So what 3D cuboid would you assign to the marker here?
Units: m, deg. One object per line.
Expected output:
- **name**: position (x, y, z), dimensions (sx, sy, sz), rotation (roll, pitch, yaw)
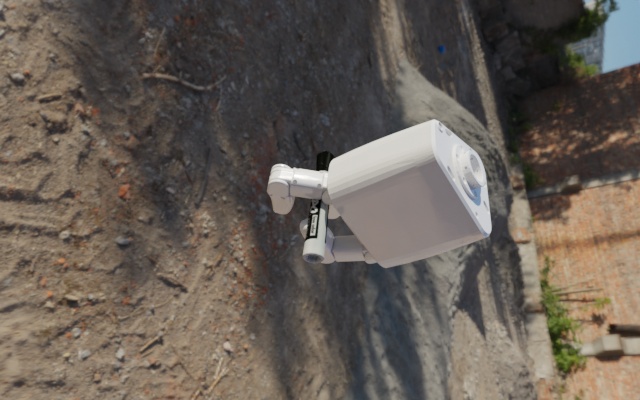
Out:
- **marker**: position (0.000, 0.001, 0.449), dimensions (0.020, 0.121, 0.020), rotation (5, -35, 4)
